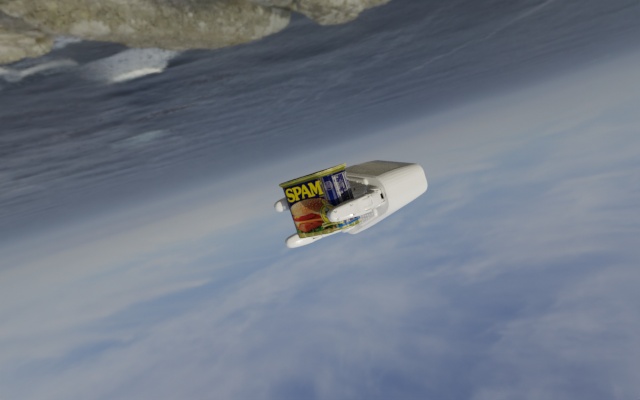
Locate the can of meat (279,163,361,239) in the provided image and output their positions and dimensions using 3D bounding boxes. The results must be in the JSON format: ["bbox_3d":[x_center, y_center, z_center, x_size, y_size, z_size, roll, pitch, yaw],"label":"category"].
[{"bbox_3d":[0.000,0.002,0.668,0.102,0.084,0.057,-14,6,42],"label":"can of meat"}]
